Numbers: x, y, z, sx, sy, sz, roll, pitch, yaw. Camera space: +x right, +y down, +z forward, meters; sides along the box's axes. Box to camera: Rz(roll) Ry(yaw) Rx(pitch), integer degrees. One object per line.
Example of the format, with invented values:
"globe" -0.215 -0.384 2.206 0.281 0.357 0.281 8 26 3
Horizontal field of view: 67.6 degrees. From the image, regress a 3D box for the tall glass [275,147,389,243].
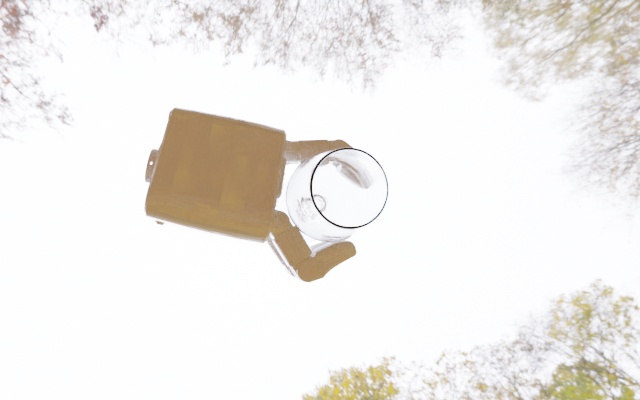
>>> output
"tall glass" 0.000 0.002 0.452 0.079 0.079 0.201 0 -6 -13
